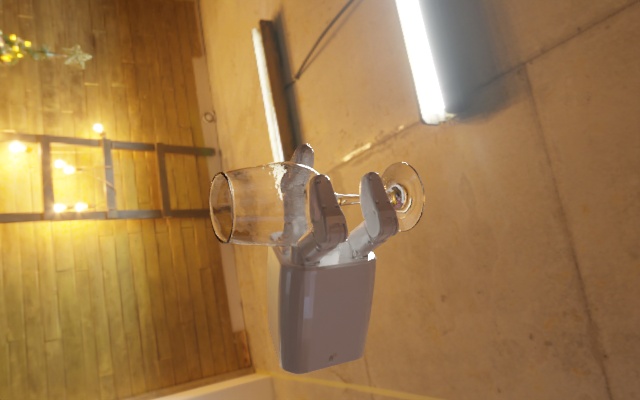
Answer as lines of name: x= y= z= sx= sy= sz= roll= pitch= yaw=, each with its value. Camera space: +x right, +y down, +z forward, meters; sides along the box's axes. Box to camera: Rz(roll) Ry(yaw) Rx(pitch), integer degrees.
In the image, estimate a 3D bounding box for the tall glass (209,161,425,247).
tall glass: x=0.001 y=0.001 z=0.457 sx=0.201 sy=0.079 sz=0.079 roll=-3 pitch=1 yaw=-31
